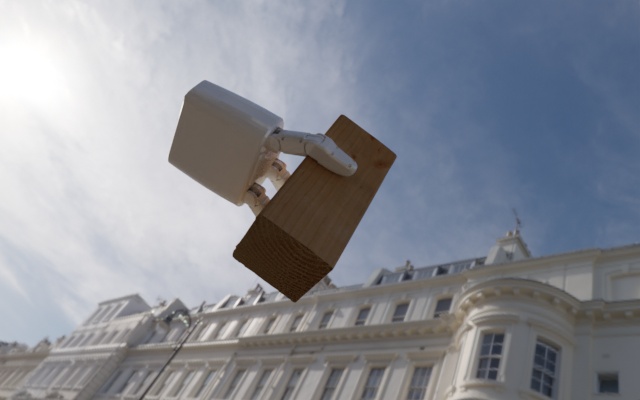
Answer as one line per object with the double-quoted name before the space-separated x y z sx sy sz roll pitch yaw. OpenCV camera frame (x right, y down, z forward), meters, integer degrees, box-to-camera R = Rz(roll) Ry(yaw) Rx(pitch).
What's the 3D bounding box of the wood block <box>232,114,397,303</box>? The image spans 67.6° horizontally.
"wood block" 0.000 0.001 0.553 0.091 0.090 0.206 -50 4 46
